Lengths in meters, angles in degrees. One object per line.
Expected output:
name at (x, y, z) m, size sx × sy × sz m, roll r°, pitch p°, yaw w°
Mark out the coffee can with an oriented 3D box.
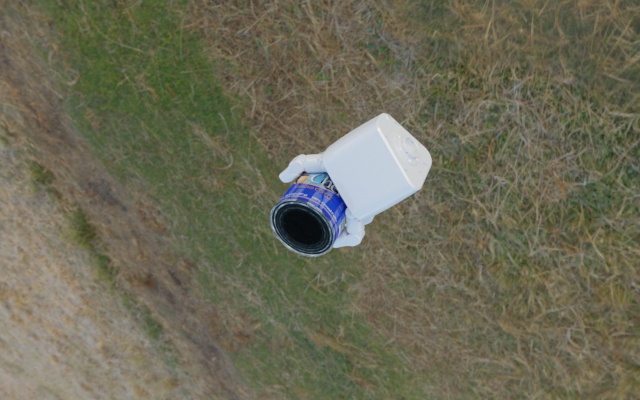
coffee can at (0.000, 0.002, 0.731) m, size 0.103 × 0.103 × 0.140 m, roll 0°, pitch 34°, yaw 28°
